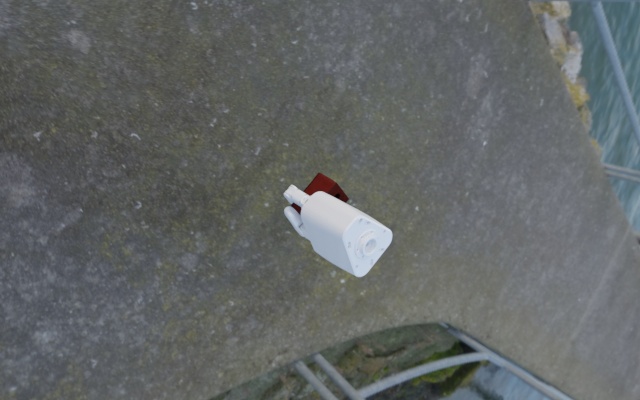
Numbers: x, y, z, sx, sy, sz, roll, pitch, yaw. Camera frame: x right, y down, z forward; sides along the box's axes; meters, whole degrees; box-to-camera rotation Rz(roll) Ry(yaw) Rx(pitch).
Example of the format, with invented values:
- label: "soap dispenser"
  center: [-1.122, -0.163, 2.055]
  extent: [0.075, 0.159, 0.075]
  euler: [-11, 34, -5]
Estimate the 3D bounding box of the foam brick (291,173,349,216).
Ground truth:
- label: "foam brick"
  center: [0.000, 0.002, 0.824]
  extent: [0.051, 0.078, 0.053]
  euler: [29, -15, 45]
